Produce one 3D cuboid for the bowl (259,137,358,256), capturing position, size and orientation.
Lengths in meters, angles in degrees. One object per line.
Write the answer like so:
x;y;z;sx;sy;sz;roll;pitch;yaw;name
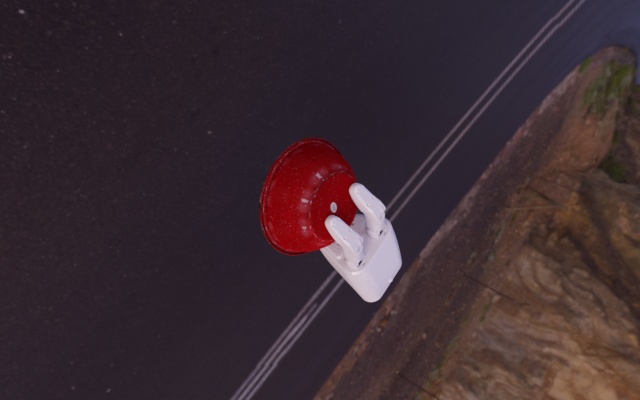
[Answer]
0.000;0.002;0.619;0.055;0.162;0.162;19;13;42;bowl
